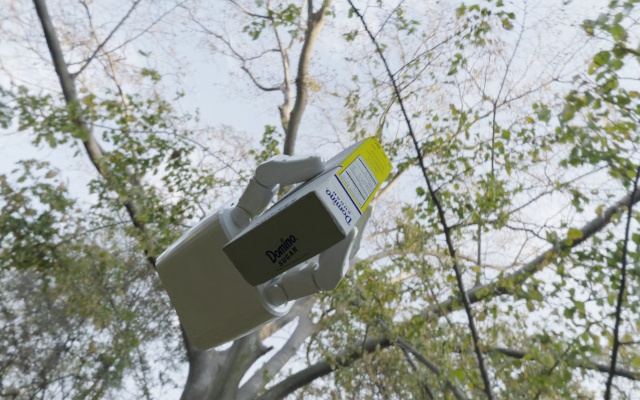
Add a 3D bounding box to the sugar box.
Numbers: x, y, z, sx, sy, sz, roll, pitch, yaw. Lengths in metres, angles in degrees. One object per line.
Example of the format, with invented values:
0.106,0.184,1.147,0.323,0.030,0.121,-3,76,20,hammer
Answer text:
0.000,0.002,0.407,0.093,0.048,0.176,-31,9,27,sugar box
